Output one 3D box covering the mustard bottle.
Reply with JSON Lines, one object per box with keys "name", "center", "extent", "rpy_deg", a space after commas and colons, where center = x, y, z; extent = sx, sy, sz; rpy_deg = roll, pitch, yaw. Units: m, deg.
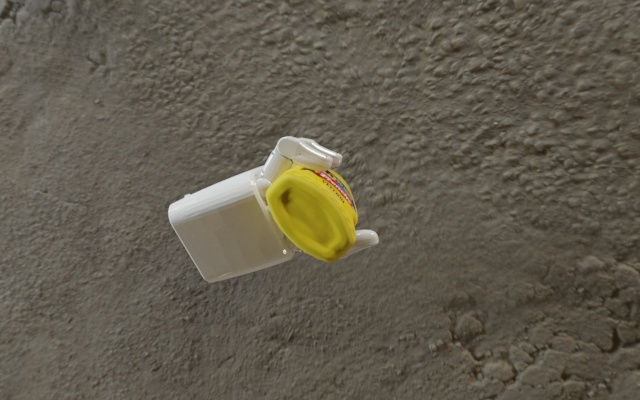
{"name": "mustard bottle", "center": [0.000, 0.002, 0.535], "extent": [0.058, 0.096, 0.191], "rpy_deg": [-45, 2, 11]}
